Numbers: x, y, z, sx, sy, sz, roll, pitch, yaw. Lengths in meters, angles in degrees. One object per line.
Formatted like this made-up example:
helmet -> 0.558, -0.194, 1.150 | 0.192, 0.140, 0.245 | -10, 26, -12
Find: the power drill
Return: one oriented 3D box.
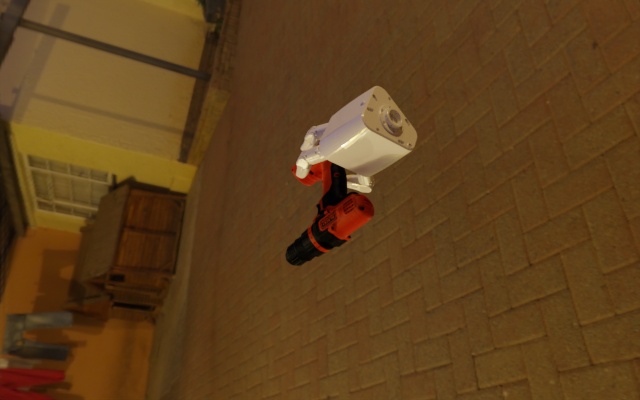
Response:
power drill -> 0.000, 0.002, 0.825 | 0.184, 0.187, 0.057 | -36, -43, 27
